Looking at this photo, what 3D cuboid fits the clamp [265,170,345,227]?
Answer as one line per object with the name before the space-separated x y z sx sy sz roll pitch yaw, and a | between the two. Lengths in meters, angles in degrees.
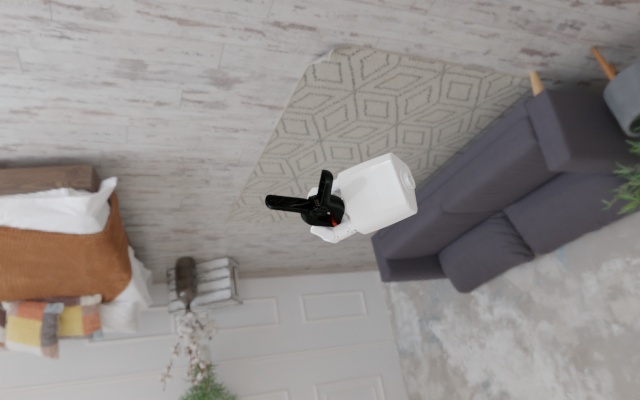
clamp | 0.000 0.003 0.814 0.120 0.039 0.171 -23 -27 26
